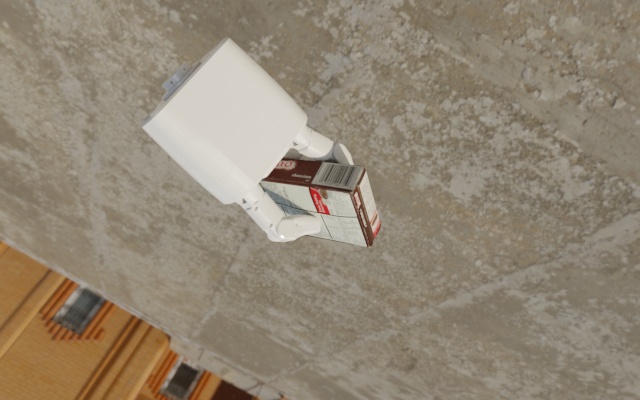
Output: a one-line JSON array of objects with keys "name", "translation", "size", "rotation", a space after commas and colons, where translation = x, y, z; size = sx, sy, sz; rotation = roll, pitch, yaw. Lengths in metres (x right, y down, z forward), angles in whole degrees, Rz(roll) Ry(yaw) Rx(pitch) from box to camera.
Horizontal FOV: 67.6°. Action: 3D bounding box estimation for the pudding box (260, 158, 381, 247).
[{"name": "pudding box", "translation": [0.000, 0.002, 0.506], "size": [0.113, 0.039, 0.090], "rotation": [10, -37, 29]}]
